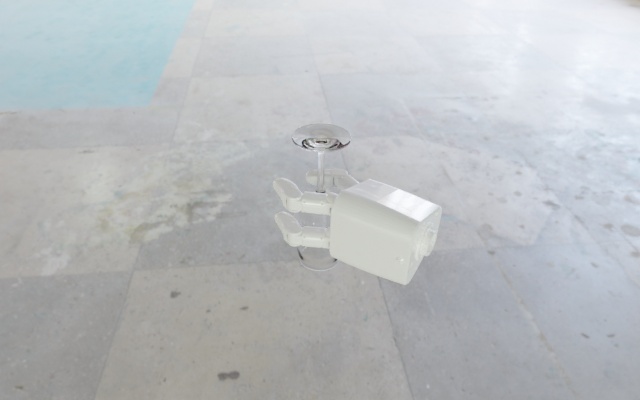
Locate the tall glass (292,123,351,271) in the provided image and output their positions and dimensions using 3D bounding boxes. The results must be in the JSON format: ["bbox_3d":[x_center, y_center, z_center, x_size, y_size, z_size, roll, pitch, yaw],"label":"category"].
[{"bbox_3d":[0.000,0.001,0.649,0.079,0.201,0.079,1,36,-1],"label":"tall glass"}]
